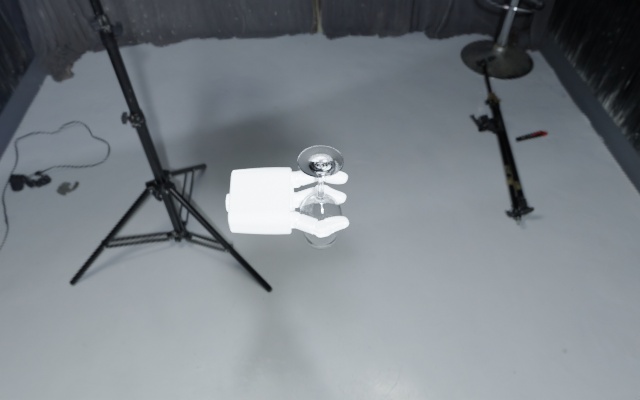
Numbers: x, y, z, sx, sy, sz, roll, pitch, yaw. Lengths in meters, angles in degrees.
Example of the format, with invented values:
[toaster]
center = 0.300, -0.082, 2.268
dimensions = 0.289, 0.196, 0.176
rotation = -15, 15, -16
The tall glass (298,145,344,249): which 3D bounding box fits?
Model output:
[tall glass]
center = 0.000, 0.002, 0.838
dimensions = 0.079, 0.079, 0.201
rotation = 0, -42, 1
